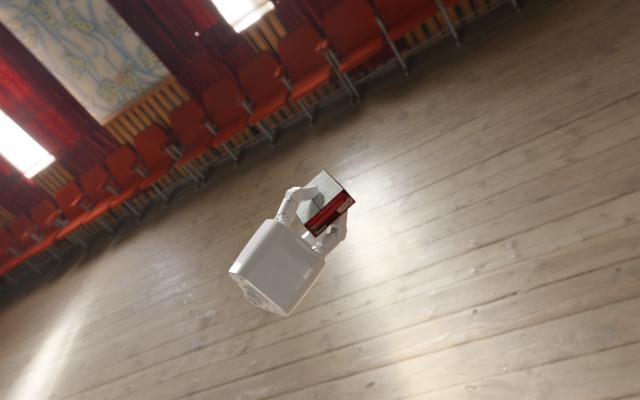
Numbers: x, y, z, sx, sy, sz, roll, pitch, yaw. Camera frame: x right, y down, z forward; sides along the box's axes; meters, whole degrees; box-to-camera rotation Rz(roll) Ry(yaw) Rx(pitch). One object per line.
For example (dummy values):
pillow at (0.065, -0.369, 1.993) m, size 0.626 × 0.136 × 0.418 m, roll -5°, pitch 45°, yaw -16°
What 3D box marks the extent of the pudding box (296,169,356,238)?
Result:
pudding box at (0.000, 0.003, 0.804) m, size 0.090 × 0.039 × 0.113 m, roll -41°, pitch 29°, yaw 1°
